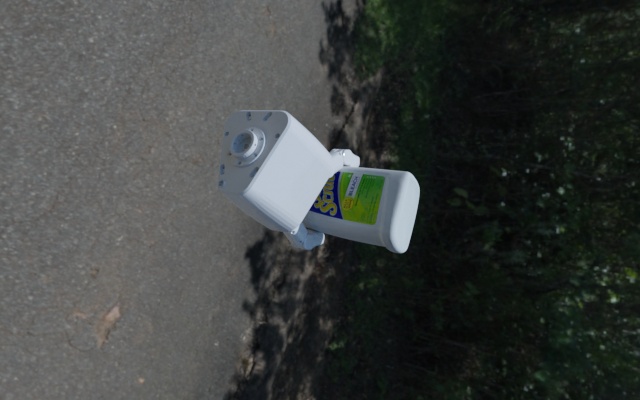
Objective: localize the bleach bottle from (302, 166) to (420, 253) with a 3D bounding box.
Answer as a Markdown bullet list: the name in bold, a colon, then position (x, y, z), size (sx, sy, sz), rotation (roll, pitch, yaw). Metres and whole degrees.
- **bleach bottle**: position (0.000, 0.002, 0.647), size (0.251, 0.102, 0.068), rotation (6, -20, 30)
